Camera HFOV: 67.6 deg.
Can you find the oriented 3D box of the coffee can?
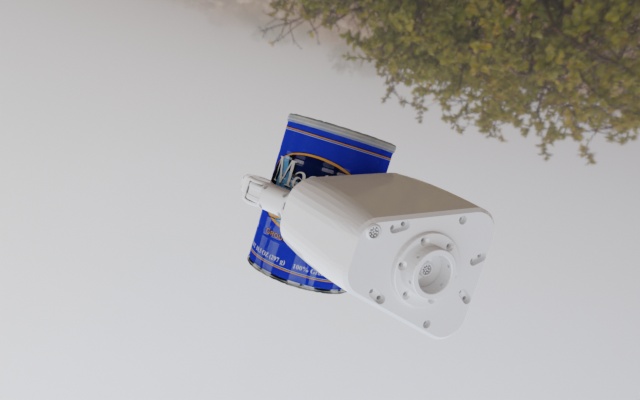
[{"bbox_3d":[0.000,0.001,0.445,0.103,0.140,0.103,17,7,-2],"label":"coffee can"}]
